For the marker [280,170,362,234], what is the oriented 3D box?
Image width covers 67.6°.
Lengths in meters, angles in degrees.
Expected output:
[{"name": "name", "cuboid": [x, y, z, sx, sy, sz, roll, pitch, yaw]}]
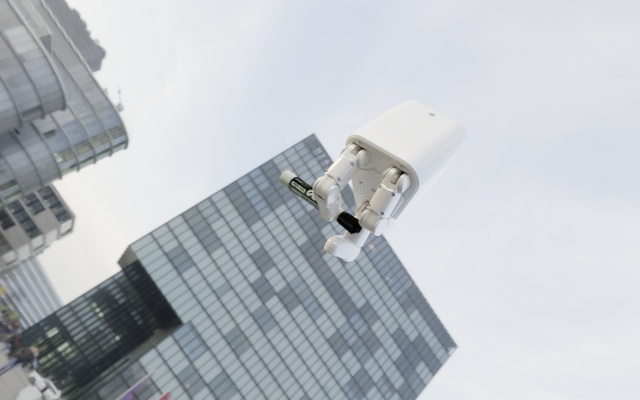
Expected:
[{"name": "marker", "cuboid": [0.000, 0.002, 0.559, 0.121, 0.020, 0.020, 35, 18, 27]}]
